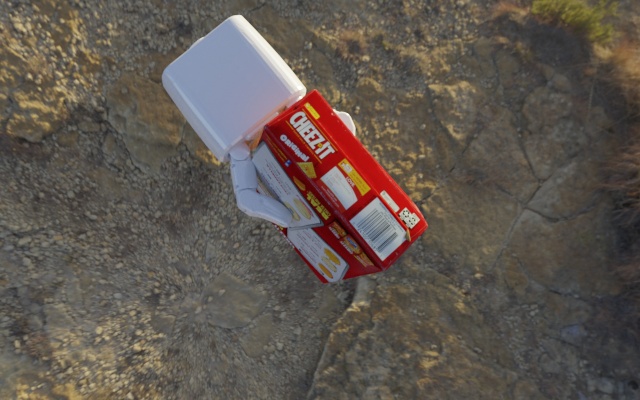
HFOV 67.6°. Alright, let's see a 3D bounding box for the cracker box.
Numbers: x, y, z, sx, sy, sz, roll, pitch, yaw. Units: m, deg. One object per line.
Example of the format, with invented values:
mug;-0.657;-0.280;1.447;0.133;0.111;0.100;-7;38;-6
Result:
cracker box;0.000;0.002;0.514;0.072;0.164;0.214;-40;-1;-19
